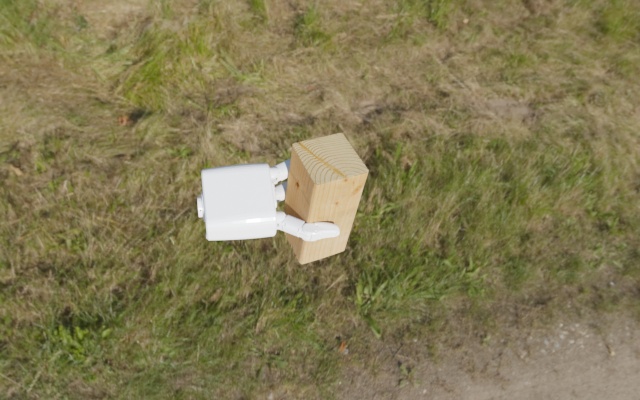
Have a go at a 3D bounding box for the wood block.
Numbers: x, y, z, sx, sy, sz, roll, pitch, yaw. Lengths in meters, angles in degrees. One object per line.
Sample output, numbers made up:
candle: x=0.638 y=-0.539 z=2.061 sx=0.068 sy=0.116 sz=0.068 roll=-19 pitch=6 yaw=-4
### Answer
wood block: x=0.000 y=0.003 z=0.784 sx=0.090 sy=0.090 sz=0.206 roll=-15 pitch=-36 yaw=-22
